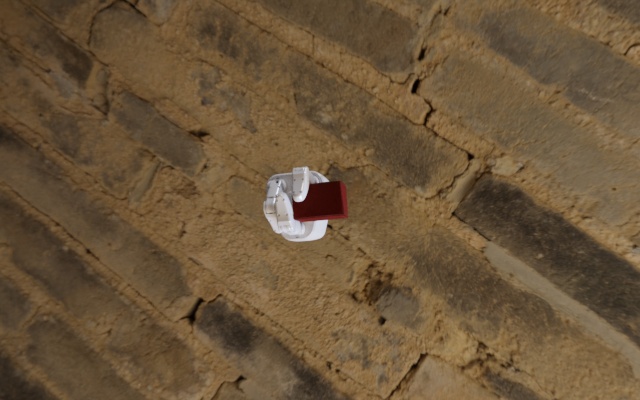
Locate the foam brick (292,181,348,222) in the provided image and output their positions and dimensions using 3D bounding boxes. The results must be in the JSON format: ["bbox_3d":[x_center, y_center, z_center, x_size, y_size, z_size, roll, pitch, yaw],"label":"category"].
[{"bbox_3d":[0.000,0.002,0.726,0.078,0.053,0.051,-5,-8,13],"label":"foam brick"}]
